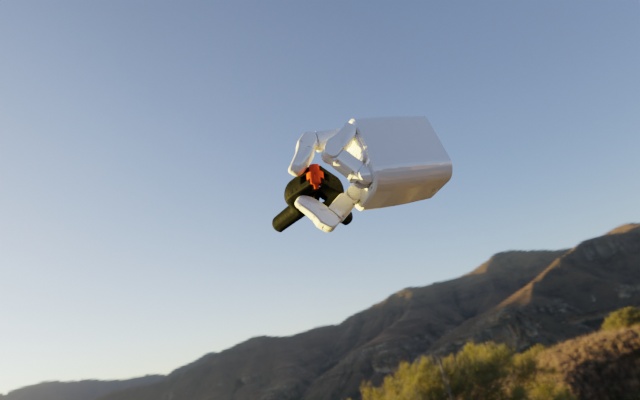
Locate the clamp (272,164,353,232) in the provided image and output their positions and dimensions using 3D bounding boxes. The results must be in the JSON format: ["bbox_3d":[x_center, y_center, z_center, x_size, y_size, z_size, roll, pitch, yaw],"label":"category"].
[{"bbox_3d":[0.000,0.002,0.658,0.120,0.039,0.171,-8,-21,-15],"label":"clamp"}]
